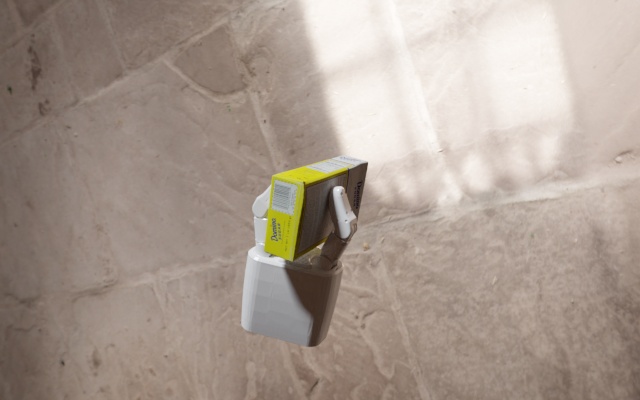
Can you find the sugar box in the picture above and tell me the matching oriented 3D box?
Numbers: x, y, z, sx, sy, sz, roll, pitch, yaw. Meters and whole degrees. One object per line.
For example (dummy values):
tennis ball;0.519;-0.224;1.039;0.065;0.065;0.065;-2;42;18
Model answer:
sugar box;0.000;0.002;0.588;0.048;0.093;0.176;17;19;22
